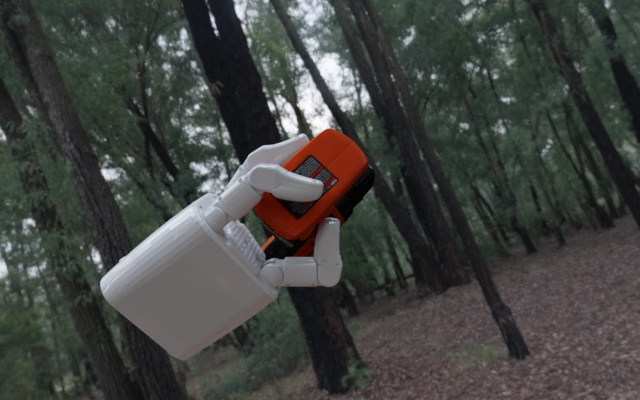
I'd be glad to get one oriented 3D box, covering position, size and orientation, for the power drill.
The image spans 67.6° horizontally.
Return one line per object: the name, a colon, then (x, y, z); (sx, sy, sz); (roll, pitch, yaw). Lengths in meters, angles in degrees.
power drill: (0.000, 0.002, 0.495); (0.057, 0.184, 0.188); (40, -15, 12)
